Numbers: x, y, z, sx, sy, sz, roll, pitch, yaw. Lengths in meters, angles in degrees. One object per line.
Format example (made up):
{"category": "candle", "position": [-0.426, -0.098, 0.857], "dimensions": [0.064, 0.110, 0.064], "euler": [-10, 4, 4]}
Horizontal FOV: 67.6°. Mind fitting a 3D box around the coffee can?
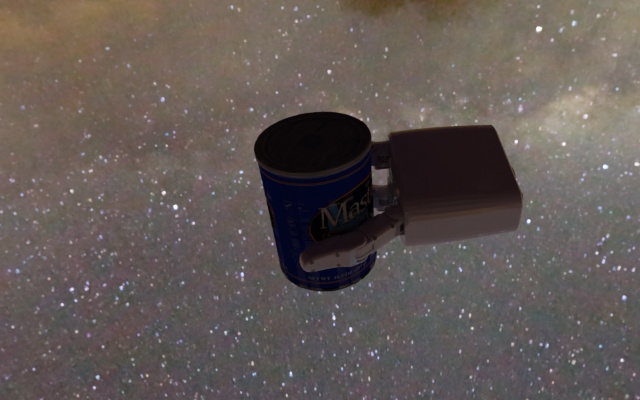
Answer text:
{"category": "coffee can", "position": [0.000, 0.001, 0.456], "dimensions": [0.103, 0.140, 0.102], "euler": [-5, 37, 4]}
